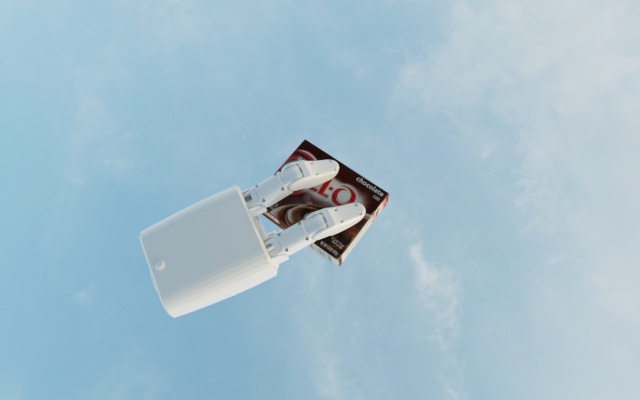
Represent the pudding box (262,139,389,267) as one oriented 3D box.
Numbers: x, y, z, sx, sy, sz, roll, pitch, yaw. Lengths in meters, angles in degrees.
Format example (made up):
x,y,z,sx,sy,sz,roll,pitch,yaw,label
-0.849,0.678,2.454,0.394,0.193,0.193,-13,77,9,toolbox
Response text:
x,y,z,sx,sy,sz,roll,pitch,yaw,label
0.000,0.002,0.500,0.113,0.090,0.039,35,-18,13,pudding box
